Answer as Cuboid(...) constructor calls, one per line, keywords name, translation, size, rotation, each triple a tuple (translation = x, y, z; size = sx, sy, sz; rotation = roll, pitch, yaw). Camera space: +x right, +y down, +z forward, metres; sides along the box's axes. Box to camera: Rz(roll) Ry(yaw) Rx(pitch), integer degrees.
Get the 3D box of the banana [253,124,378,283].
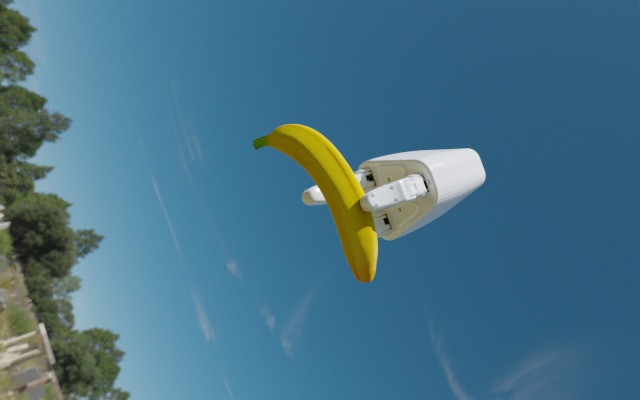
Cuboid(name="banana", translation=(0.007, -0.013, 0.479), size=(0.037, 0.197, 0.070), rotation=(-16, -29, -45))
